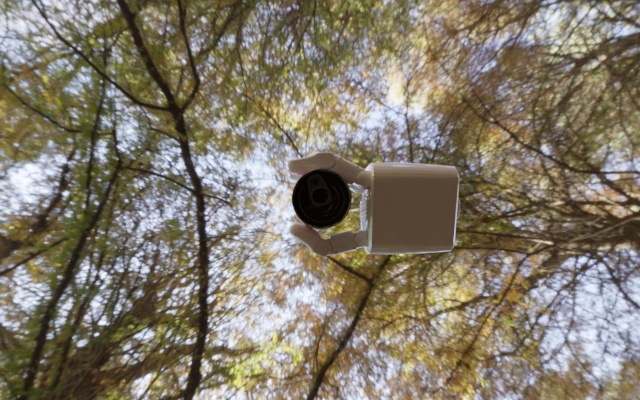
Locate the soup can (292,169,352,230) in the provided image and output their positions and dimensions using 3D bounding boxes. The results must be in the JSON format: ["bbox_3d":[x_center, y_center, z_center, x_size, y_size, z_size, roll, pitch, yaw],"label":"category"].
[{"bbox_3d":[0.000,0.002,0.586,0.068,0.068,0.102,0,-5,-2],"label":"soup can"}]
